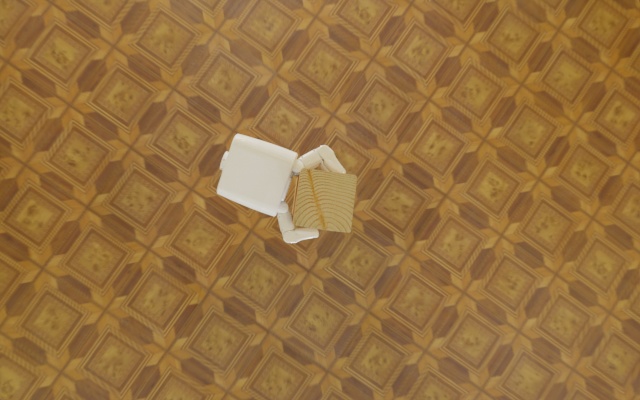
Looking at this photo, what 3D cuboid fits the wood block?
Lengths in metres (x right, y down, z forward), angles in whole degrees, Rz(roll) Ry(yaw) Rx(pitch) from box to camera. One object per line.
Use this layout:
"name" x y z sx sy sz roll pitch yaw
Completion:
"wood block" 0.000 0.003 0.826 0.090 0.091 0.206 8 -2 -4
